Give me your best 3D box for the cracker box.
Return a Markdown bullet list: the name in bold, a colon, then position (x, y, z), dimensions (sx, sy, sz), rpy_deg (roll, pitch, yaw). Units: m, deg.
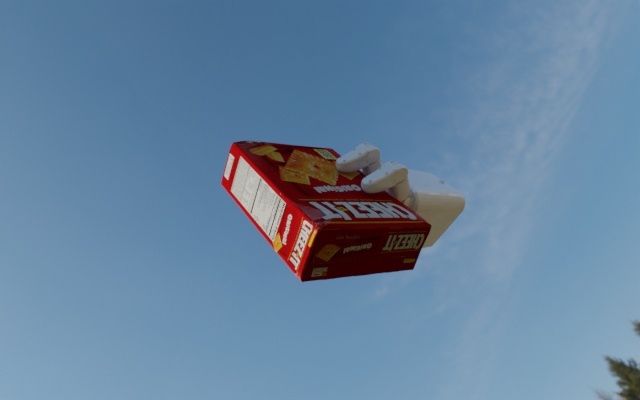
- **cracker box**: position (0.000, 0.002, 0.577), dimensions (0.164, 0.072, 0.213), rpy_deg (0, 28, -37)
